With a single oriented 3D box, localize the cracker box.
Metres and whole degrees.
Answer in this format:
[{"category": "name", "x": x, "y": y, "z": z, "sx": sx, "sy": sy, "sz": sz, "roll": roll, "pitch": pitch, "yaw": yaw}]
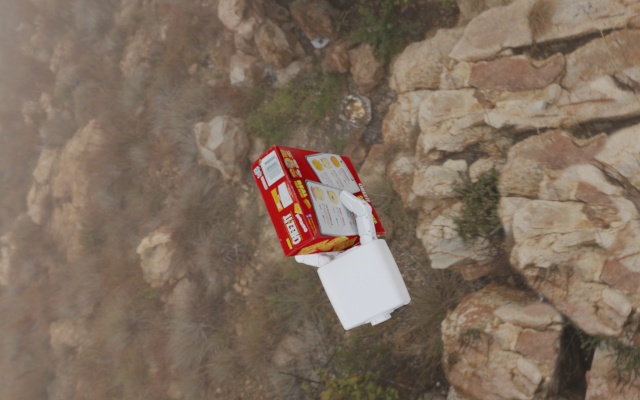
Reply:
[{"category": "cracker box", "x": 0.000, "y": 0.003, "z": 0.802, "sx": 0.072, "sy": 0.164, "sz": 0.214, "roll": -35, "pitch": -20, "yaw": 30}]
